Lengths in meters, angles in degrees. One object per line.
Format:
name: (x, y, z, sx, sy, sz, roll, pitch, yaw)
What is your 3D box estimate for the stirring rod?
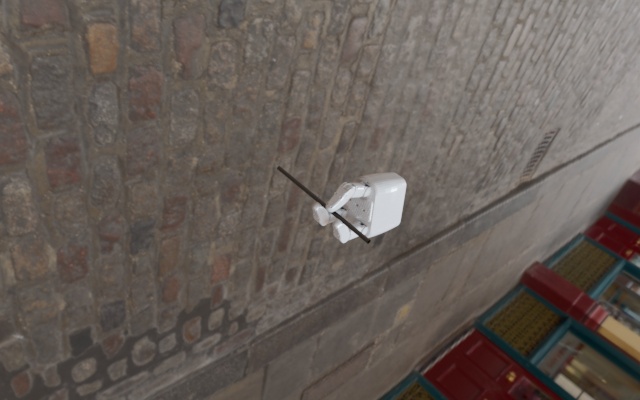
stirring rod: (0.000, 0.003, 0.849, 0.239, 0.011, 0.011, 39, 23, 31)
